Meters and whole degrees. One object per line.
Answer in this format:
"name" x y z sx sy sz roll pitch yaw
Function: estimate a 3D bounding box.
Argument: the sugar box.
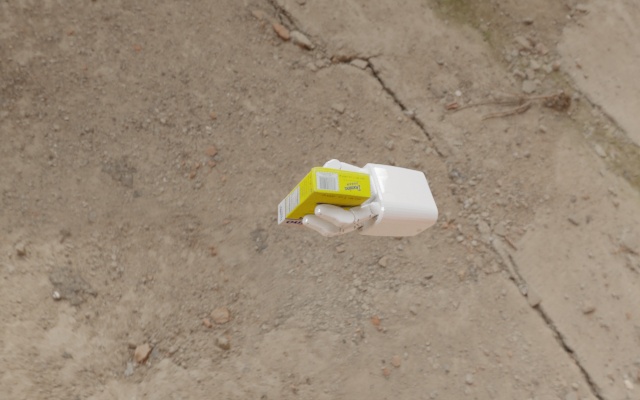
"sugar box" 0.000 0.003 0.767 0.093 0.048 0.176 6 -24 -20
